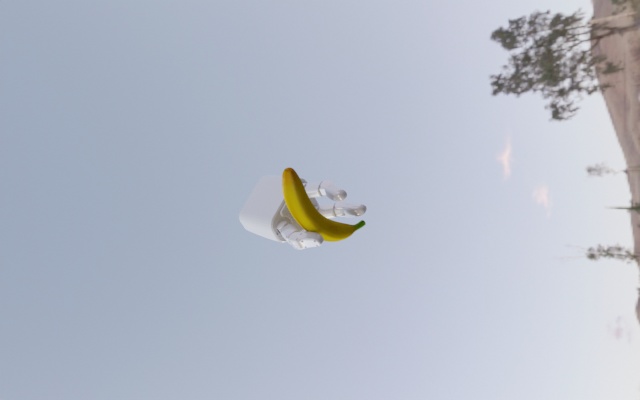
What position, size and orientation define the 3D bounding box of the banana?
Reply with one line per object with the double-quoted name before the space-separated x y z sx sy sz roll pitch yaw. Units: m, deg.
"banana" -0.007 0.020 0.775 0.198 0.069 0.037 35 -10 -40
